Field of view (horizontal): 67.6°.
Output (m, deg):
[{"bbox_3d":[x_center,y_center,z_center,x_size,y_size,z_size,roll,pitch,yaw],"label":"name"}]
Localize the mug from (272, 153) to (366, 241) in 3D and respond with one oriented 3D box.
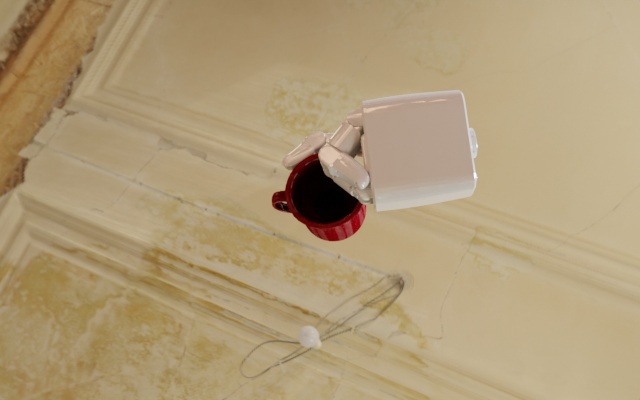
[{"bbox_3d":[-0.001,0.002,0.572,0.117,0.093,0.081,-5,-21,8],"label":"mug"}]
